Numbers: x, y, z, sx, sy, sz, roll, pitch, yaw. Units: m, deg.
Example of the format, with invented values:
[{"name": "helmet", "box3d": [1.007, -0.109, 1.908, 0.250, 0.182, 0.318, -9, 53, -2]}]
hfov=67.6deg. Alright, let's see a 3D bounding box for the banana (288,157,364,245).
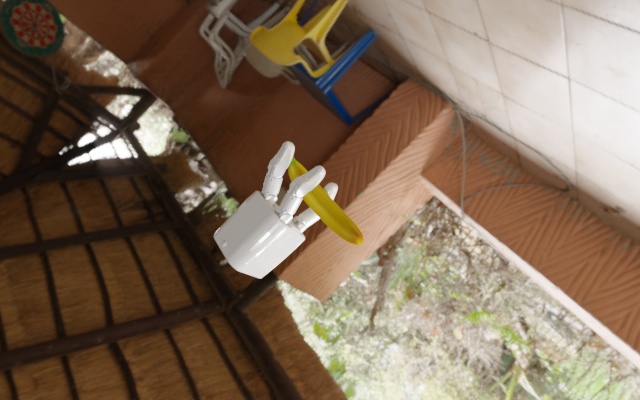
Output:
[{"name": "banana", "box3d": [0.002, 0.005, 0.766, 0.037, 0.197, 0.070, -42, -21, 0]}]
